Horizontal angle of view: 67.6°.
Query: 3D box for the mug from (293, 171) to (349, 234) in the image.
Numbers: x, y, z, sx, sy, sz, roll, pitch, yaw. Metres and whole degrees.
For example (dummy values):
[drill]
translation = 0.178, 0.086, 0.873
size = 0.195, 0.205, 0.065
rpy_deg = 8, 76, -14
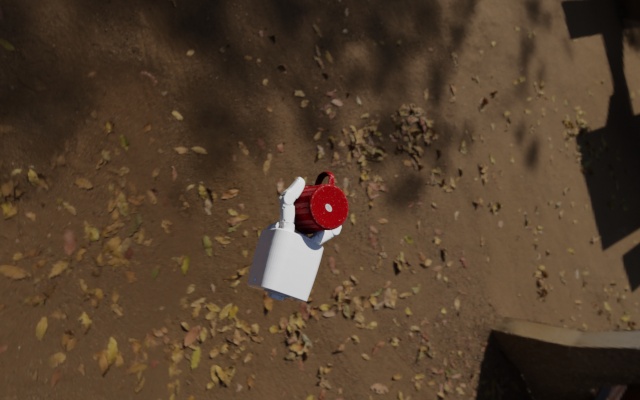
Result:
[mug]
translation = 0.001, 0.001, 0.863
size = 0.093, 0.117, 0.081
rpy_deg = 23, -15, -27
